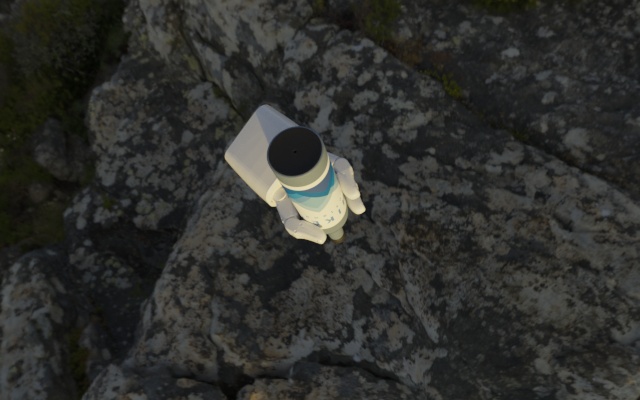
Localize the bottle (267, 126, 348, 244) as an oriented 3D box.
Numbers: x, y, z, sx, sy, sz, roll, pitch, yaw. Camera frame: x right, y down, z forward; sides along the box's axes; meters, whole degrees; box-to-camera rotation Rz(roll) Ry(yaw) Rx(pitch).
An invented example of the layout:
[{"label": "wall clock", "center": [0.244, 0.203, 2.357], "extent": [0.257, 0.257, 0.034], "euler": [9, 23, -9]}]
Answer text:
[{"label": "bottle", "center": [0.000, 0.002, 0.665], "extent": [0.069, 0.069, 0.296], "euler": [0, -23, 12]}]
